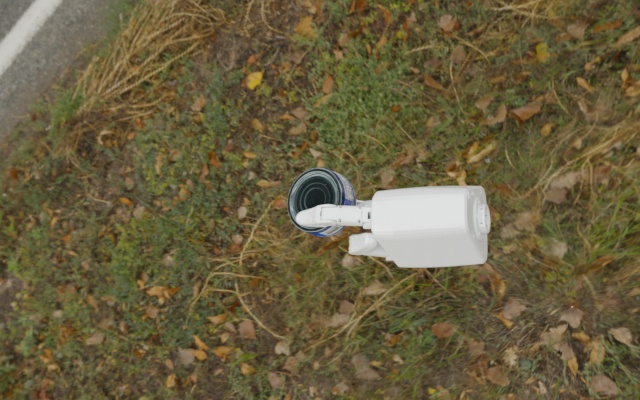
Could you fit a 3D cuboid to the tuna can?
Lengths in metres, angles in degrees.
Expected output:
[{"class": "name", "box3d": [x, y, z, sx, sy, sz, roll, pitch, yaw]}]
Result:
[{"class": "tuna can", "box3d": [0.000, 0.002, 0.607, 0.086, 0.086, 0.034, 0, -11, 33]}]
